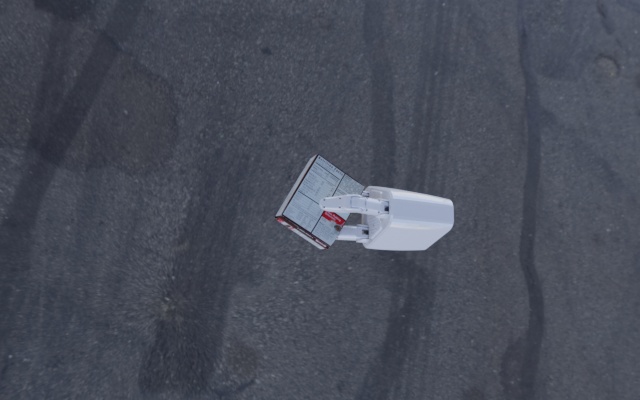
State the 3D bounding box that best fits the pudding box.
[{"bbox_3d":[0.000,0.002,0.695,0.090,0.113,0.039,34,-20,-11],"label":"pudding box"}]
